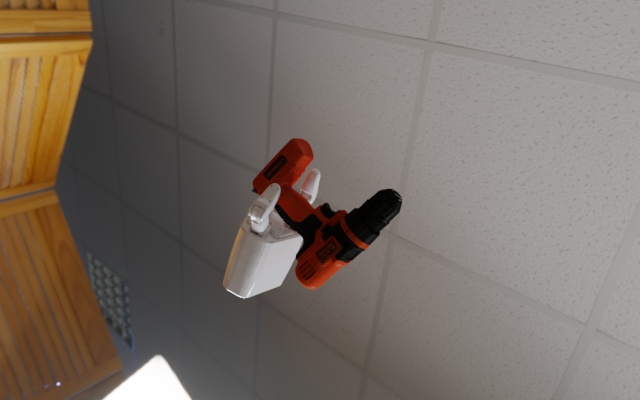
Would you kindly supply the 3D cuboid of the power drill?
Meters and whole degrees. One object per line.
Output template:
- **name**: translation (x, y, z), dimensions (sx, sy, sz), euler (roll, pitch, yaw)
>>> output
- **power drill**: translation (0.000, 0.002, 0.671), dimensions (0.184, 0.187, 0.057), euler (-44, -25, 16)
